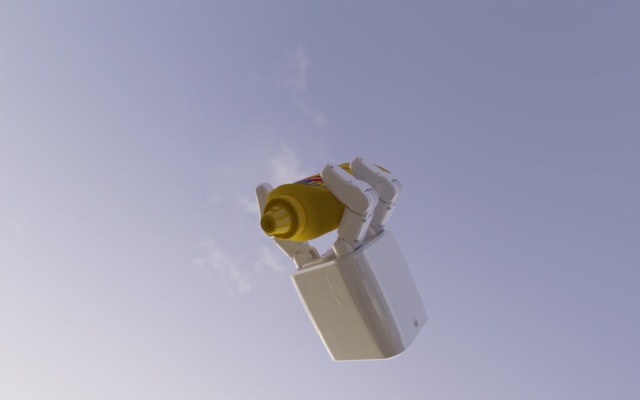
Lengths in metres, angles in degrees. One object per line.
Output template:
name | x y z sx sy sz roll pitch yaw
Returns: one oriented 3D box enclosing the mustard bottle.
mustard bottle | 0.000 0.001 0.501 0.096 0.058 0.191 3 14 29
